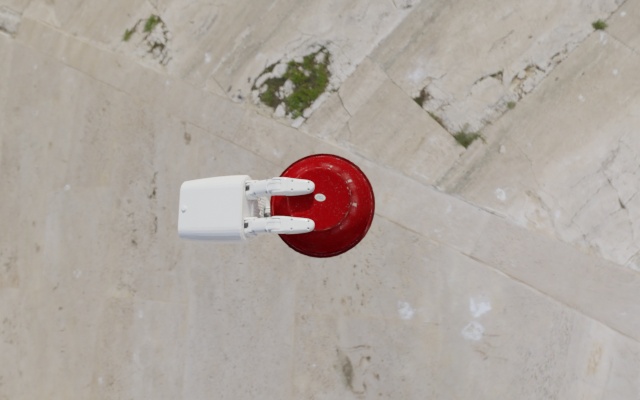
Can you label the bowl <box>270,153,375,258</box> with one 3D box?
[{"bbox_3d":[0.001,0.002,0.701,0.162,0.162,0.055,0,-10,5],"label":"bowl"}]
